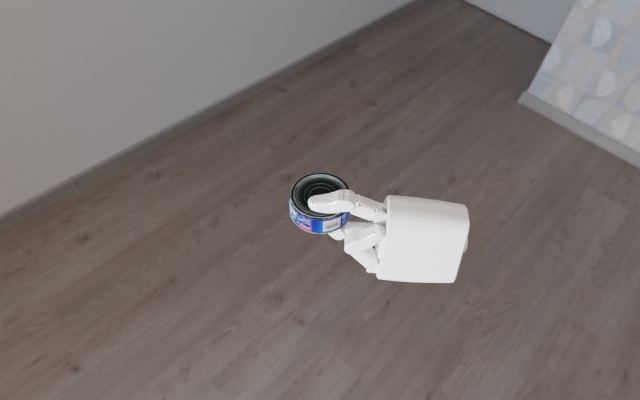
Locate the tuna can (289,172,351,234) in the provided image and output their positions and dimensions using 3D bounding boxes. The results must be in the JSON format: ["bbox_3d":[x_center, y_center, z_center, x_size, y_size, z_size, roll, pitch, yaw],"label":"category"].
[{"bbox_3d":[0.000,0.002,0.649,0.086,0.086,0.034,0,-40,-1],"label":"tuna can"}]
